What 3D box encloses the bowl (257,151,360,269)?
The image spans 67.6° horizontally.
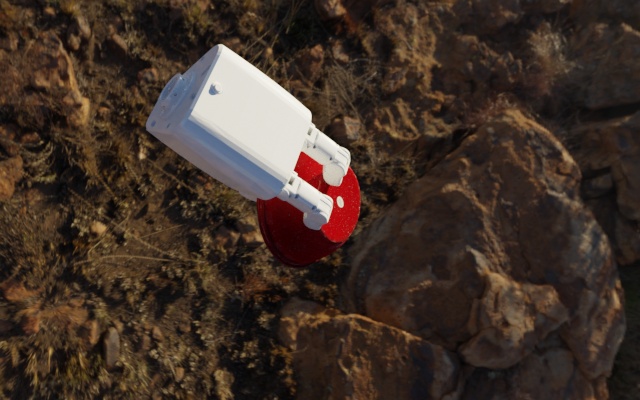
[{"bbox_3d":[0.001,0.002,0.560,0.055,0.162,0.162,3,1,36],"label":"bowl"}]
